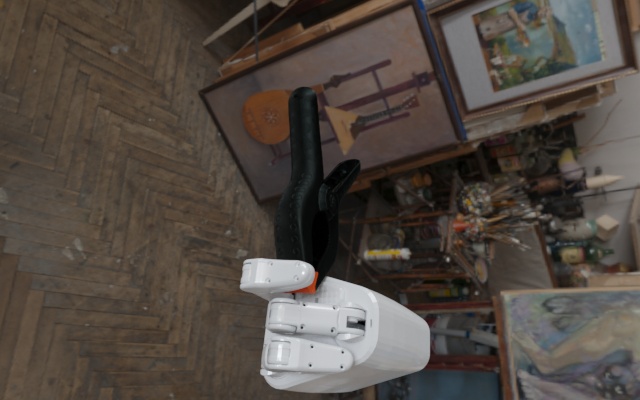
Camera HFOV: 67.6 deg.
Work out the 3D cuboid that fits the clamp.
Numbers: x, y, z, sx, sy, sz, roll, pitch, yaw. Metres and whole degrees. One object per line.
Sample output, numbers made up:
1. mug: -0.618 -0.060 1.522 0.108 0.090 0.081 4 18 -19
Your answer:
1. clamp: 0.001 0.001 0.416 0.039 0.171 0.120 -7 -25 34
